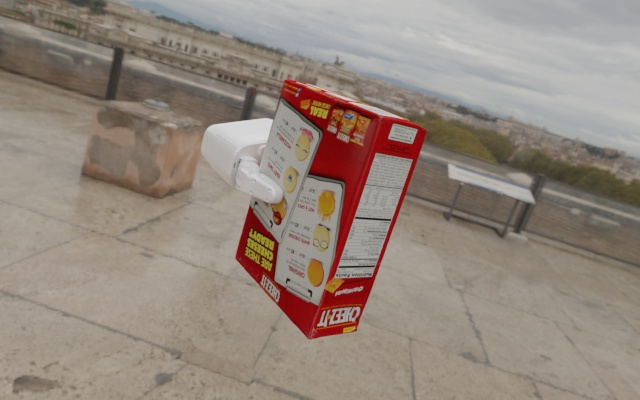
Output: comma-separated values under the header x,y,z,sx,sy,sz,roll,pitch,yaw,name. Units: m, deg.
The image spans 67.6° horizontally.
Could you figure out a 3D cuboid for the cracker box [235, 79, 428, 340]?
x,y,z,sx,sy,sz,roll,pitch,yaw,name
0.000,0.001,0.486,0.072,0.214,0.164,5,19,-38,cracker box
